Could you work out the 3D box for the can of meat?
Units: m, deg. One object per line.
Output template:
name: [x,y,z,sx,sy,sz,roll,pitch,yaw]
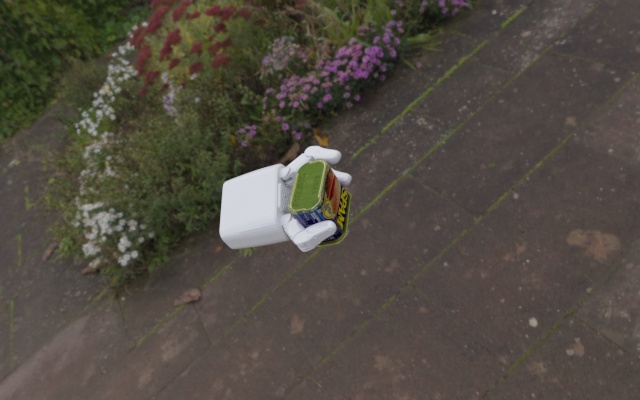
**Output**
can of meat: [0.000,0.002,0.700,0.057,0.102,0.084,-12,-43,26]
